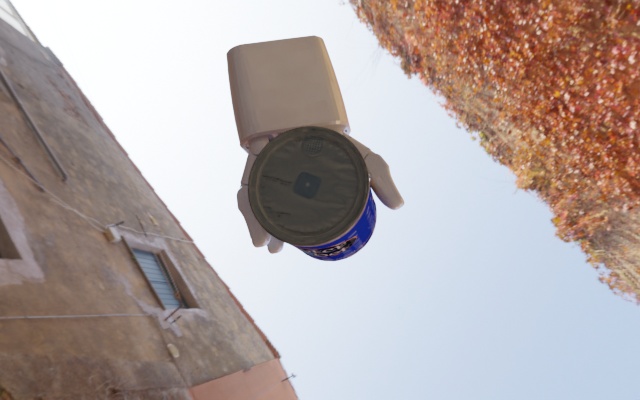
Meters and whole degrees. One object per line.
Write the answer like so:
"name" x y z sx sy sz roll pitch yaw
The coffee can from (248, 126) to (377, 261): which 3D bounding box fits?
"coffee can" 0.000 0.002 0.460 0.103 0.102 0.140 0 -12 9
